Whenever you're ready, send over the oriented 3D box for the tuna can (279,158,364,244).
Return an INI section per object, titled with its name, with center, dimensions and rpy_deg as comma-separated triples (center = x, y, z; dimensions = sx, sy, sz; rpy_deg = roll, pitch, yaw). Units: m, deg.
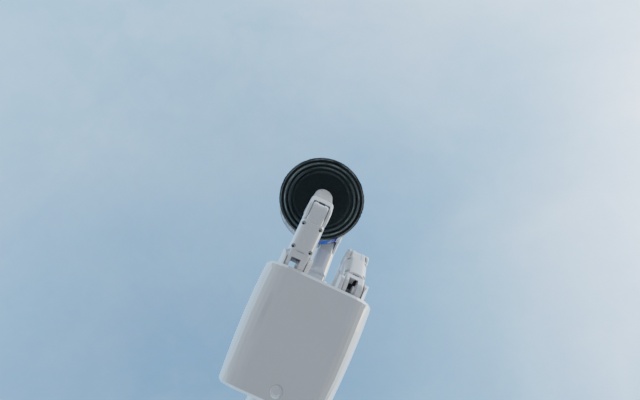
[tuna can]
center = 0.000, 0.002, 0.493
dimensions = 0.086, 0.086, 0.034
rpy_deg = 0, -14, -6
